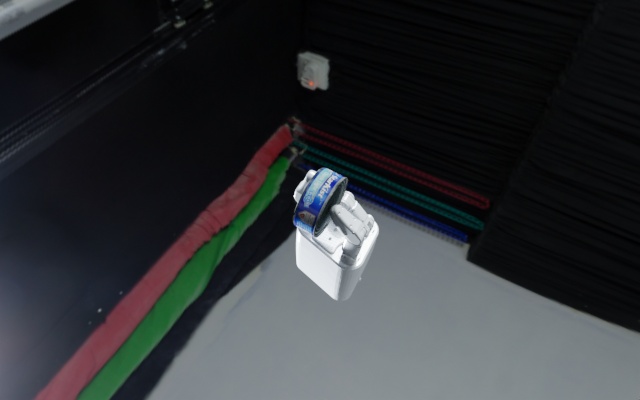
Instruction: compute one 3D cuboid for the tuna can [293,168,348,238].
[{"bbox_3d":[0.000,0.002,0.607,0.034,0.086,0.086,28,6,12],"label":"tuna can"}]
